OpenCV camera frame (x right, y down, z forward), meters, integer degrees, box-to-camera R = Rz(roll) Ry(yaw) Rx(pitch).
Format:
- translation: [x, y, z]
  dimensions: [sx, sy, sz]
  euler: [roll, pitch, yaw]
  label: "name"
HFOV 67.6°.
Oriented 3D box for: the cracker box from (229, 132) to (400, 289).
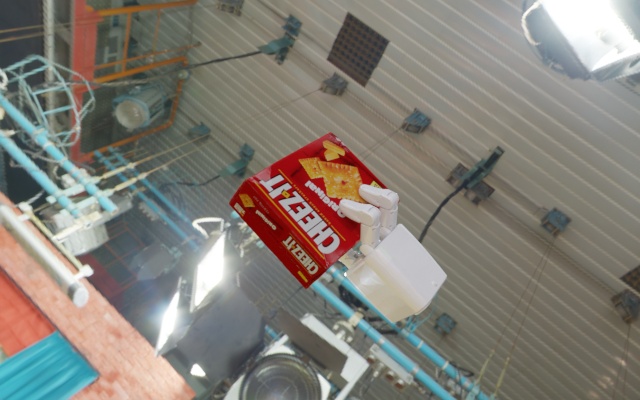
- translation: [0.000, 0.002, 0.713]
  dimensions: [0.213, 0.164, 0.072]
  euler: [-36, -10, -47]
  label: "cracker box"
